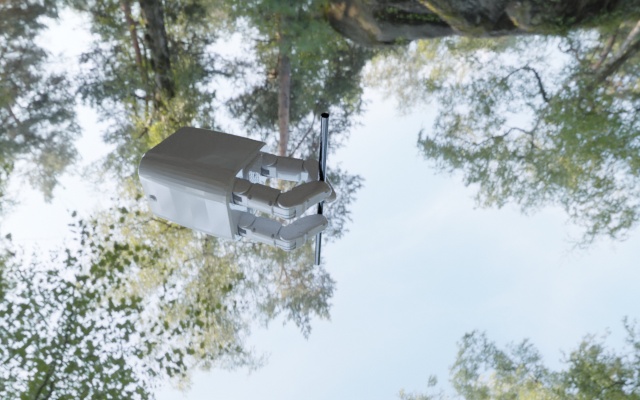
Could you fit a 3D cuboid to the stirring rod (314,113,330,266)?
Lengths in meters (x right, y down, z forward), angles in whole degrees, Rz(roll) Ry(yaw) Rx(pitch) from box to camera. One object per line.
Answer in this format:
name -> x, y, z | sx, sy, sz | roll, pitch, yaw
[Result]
stirring rod -> 0.000, 0.002, 0.523 | 0.011, 0.011, 0.240 | 0, -41, -3
